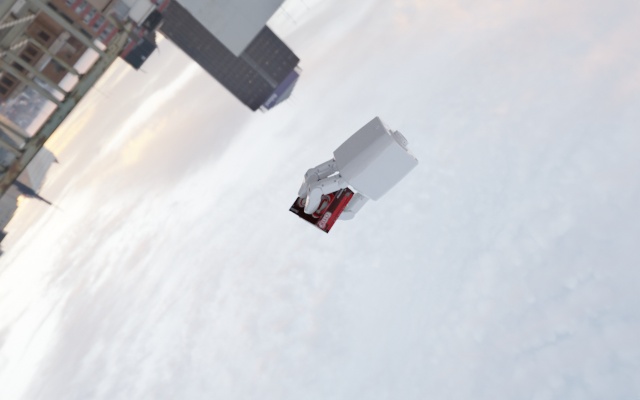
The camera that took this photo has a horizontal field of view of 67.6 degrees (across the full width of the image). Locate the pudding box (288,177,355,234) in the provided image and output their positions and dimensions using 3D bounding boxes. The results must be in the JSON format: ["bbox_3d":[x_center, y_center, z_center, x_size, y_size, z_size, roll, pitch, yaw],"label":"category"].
[{"bbox_3d":[0.000,0.003,0.875,0.039,0.090,0.113,38,-8,-29],"label":"pudding box"}]
